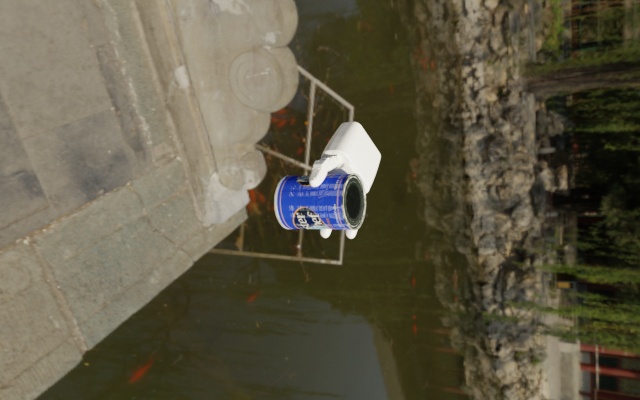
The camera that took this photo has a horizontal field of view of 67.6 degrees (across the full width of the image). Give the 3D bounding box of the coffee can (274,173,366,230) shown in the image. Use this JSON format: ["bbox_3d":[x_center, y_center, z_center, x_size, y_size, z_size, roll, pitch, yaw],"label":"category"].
[{"bbox_3d":[0.000,0.003,0.881,0.140,0.103,0.103,-1,0,28],"label":"coffee can"}]
